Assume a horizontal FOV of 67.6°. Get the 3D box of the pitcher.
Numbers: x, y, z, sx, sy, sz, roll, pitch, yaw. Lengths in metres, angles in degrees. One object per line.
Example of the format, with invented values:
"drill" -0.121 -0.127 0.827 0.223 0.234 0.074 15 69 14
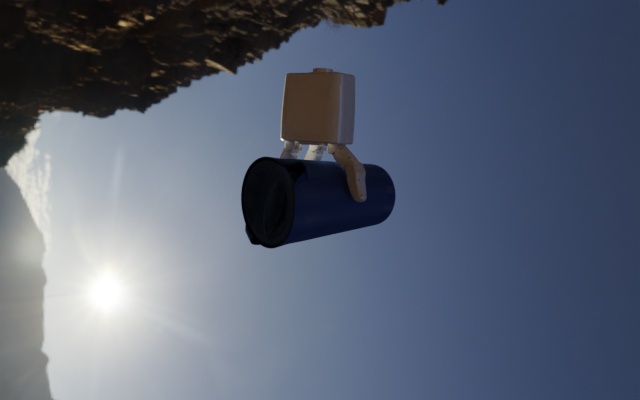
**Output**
"pitcher" 0.000 0.002 0.771 0.243 0.145 0.149 -4 9 -42
